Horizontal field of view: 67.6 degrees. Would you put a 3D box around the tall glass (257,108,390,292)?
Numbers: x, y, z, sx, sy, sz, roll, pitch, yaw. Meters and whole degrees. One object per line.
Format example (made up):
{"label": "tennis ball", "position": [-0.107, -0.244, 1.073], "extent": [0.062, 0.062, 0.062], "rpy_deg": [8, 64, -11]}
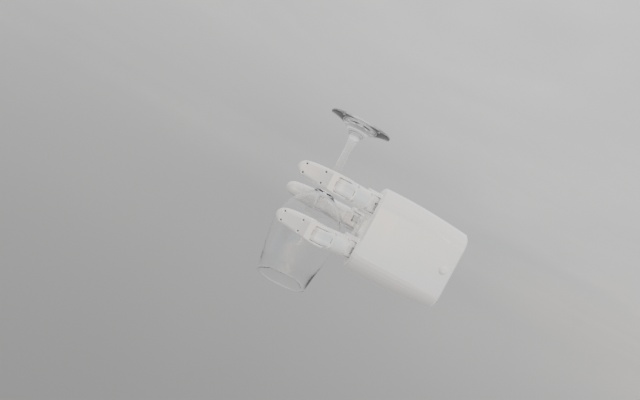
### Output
{"label": "tall glass", "position": [0.000, 0.001, 0.545], "extent": [0.079, 0.201, 0.079], "rpy_deg": [28, 2, -1]}
